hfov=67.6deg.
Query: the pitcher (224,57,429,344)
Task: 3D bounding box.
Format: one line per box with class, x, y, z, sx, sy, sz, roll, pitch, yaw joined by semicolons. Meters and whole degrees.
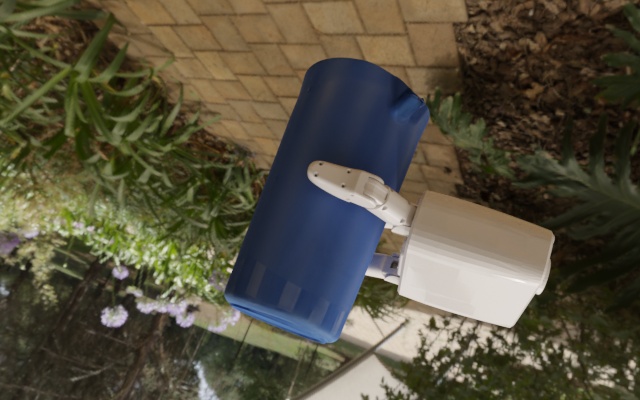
pitcher;0.000;0.002;0.459;0.145;0.242;0.149;17;-19;14
